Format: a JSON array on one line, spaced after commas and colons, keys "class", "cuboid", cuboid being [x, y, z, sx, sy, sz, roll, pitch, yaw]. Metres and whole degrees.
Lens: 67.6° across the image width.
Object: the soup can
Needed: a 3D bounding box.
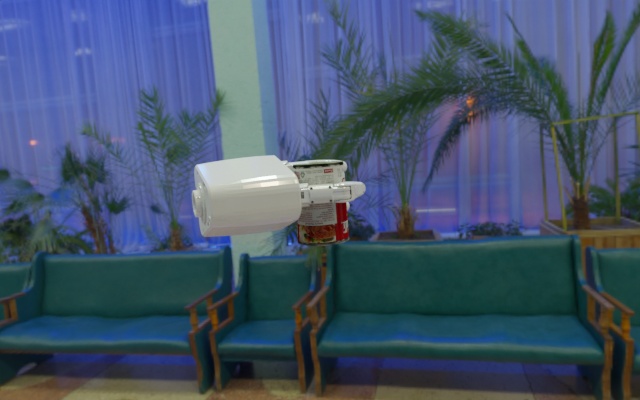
[{"class": "soup can", "cuboid": [0.001, 0.002, 0.617, 0.068, 0.102, 0.068, -4, 7, 0]}]
